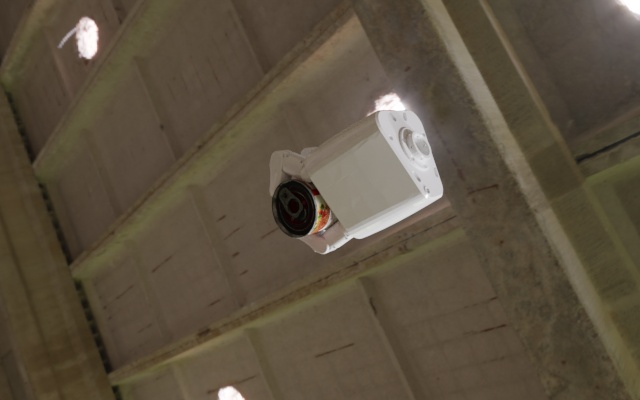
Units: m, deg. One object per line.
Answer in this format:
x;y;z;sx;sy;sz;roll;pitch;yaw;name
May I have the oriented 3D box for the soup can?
0.000;0.002;0.581;0.068;0.068;0.102;0;9;39;soup can
